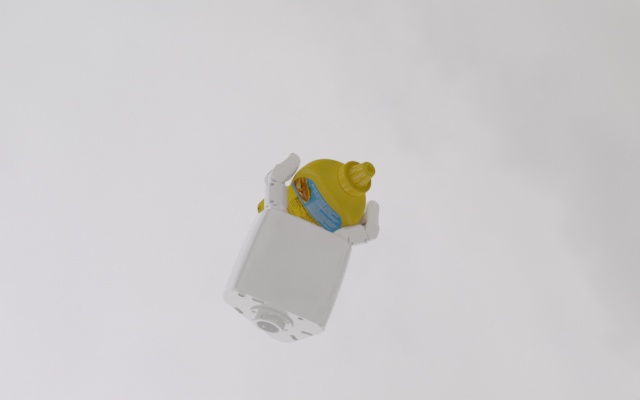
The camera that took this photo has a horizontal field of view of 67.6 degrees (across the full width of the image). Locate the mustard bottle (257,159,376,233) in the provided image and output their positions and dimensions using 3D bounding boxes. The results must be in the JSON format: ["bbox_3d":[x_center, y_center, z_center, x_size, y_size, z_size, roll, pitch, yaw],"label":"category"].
[{"bbox_3d":[0.000,0.002,0.595,0.058,0.096,0.192,-38,3,-43],"label":"mustard bottle"}]
